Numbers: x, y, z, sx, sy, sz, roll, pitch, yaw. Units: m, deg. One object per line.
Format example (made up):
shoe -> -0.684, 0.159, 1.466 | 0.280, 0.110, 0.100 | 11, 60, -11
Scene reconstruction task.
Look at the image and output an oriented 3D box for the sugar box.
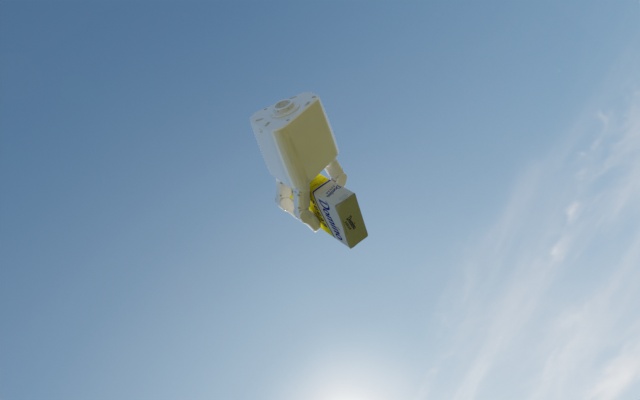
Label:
sugar box -> 0.000, 0.003, 0.798 | 0.048, 0.093, 0.176 | -34, 37, -18
